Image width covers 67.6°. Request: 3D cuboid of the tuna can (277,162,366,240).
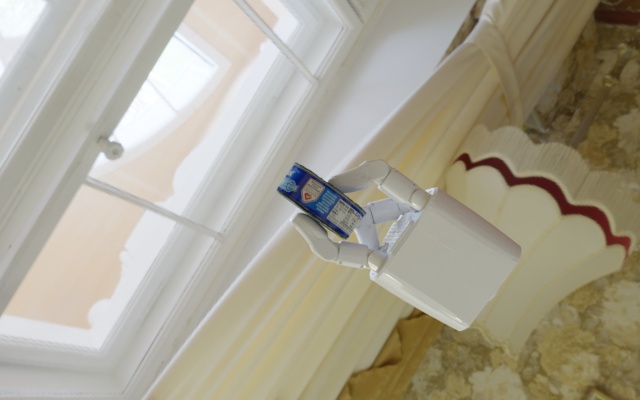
[{"bbox_3d":[0.000,0.002,0.463,0.086,0.034,0.086,36,-3,2],"label":"tuna can"}]
